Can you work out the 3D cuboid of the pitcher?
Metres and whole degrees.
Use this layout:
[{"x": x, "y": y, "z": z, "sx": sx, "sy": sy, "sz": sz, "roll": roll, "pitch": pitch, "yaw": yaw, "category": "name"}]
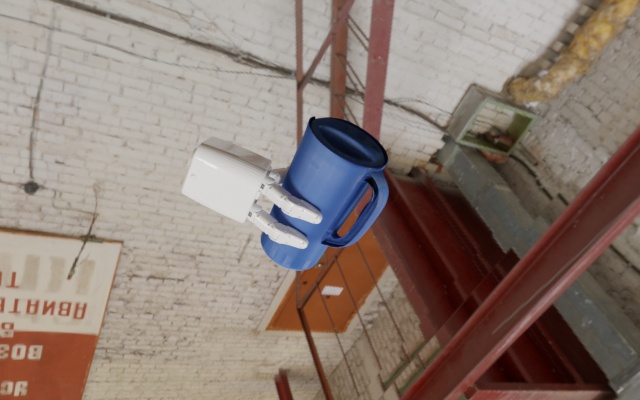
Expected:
[{"x": 0.000, "y": 0.002, "z": 0.758, "sx": 0.145, "sy": 0.243, "sz": 0.149, "roll": 23, "pitch": 31, "yaw": -9, "category": "pitcher"}]
